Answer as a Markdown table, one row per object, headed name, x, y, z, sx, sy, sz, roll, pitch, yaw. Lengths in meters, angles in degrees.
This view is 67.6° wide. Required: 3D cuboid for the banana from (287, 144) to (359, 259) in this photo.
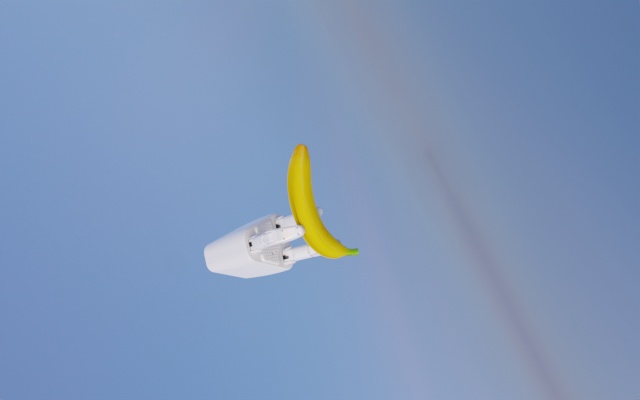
| name | x | y | z | sx | sy | sz | roll | pitch | yaw |
| --- | --- | --- | --- | --- | --- | --- | --- | --- | --- |
| banana | -0.012 | 0.014 | 0.728 | 0.069 | 0.198 | 0.037 | -34 | 16 | -31 |
